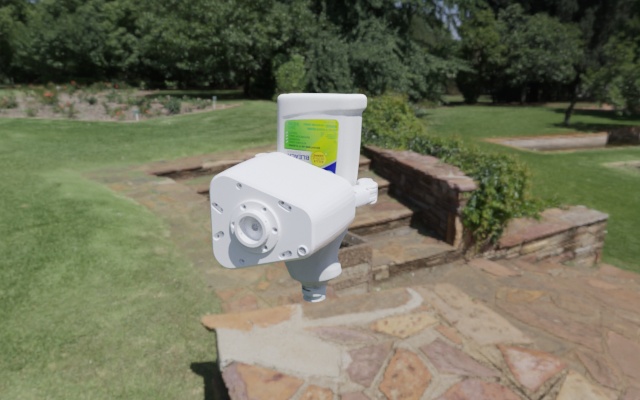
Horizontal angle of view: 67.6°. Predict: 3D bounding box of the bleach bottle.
[{"bbox_3d":[0.000,0.002,0.569,0.102,0.251,0.068,5,15,20],"label":"bleach bottle"}]
